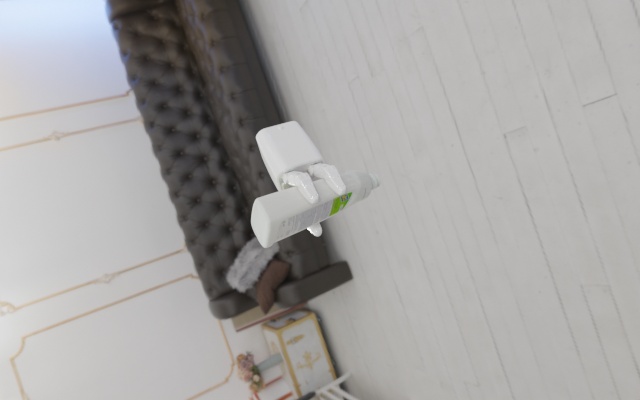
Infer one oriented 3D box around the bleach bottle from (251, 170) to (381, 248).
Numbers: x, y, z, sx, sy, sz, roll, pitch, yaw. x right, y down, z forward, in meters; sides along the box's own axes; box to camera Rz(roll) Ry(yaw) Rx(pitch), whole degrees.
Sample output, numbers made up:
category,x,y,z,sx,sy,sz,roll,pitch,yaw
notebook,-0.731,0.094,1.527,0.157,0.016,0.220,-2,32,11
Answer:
category,x,y,z,sx,sy,sz,roll,pitch,yaw
bleach bottle,0.000,0.003,0.885,0.251,0.068,0.103,-19,-28,-25
